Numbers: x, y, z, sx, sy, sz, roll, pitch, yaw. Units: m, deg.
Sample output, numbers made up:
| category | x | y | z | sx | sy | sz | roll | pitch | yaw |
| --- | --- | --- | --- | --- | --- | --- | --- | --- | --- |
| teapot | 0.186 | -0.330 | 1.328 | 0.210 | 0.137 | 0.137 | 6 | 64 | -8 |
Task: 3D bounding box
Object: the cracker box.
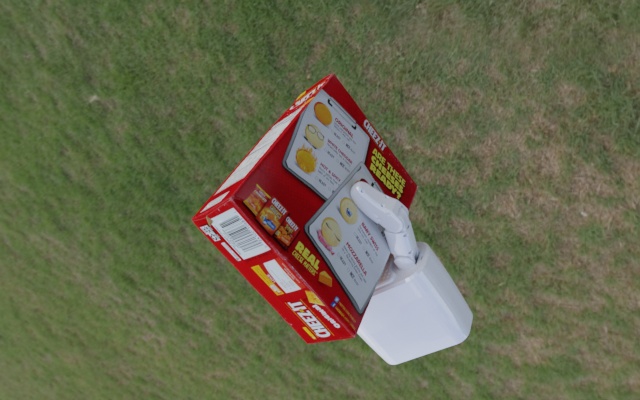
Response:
| category | x | y | z | sx | sy | sz | roll | pitch | yaw |
| --- | --- | --- | --- | --- | --- | --- | --- | --- | --- |
| cracker box | 0.000 | 0.002 | 0.468 | 0.072 | 0.164 | 0.213 | -23 | 25 | 41 |
